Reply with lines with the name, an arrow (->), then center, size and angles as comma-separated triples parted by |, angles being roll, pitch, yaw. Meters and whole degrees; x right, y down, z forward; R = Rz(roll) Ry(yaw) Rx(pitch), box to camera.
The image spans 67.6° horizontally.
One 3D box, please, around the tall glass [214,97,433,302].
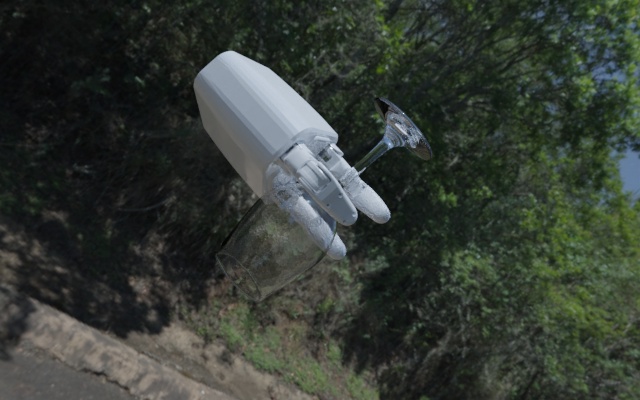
tall glass -> 0.001, 0.001, 0.428 | 0.201, 0.079, 0.079 | -42, 1, -1
